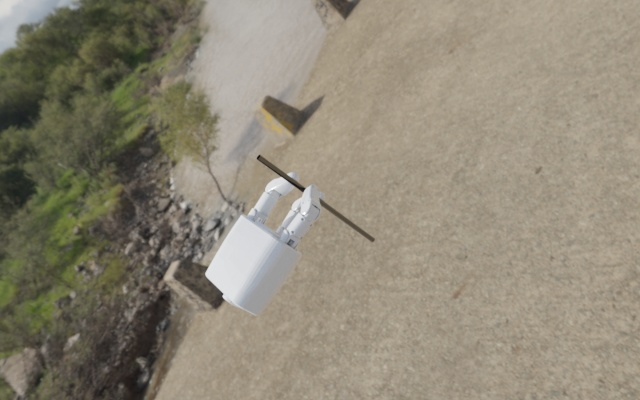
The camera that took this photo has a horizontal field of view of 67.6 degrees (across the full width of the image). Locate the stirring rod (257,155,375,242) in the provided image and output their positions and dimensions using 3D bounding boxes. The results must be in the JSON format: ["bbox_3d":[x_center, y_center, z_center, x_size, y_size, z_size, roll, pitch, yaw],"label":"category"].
[{"bbox_3d":[0.000,0.002,0.709,0.240,0.011,0.011,36,-20,-30],"label":"stirring rod"}]
